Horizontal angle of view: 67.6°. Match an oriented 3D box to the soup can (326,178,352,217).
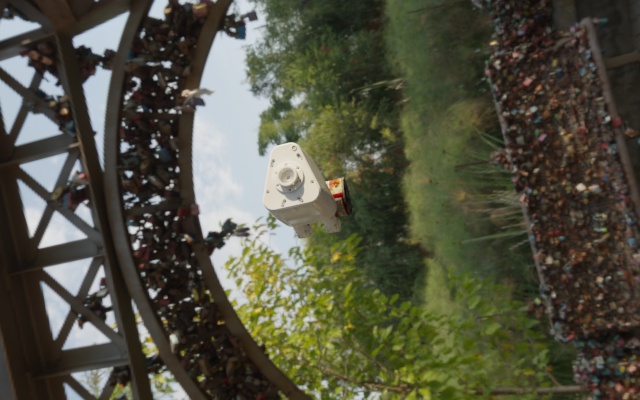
[{"bbox_3d":[0.000,0.003,0.865,0.102,0.068,0.068,-12,-2,10],"label":"soup can"}]
